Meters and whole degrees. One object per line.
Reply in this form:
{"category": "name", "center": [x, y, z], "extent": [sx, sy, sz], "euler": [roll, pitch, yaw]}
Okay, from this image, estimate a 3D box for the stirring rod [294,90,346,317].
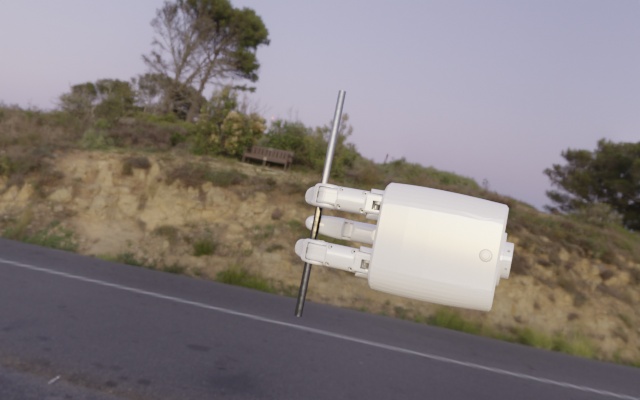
{"category": "stirring rod", "center": [0.000, 0.002, 0.501], "extent": [0.011, 0.239, 0.011], "euler": [11, -3, 1]}
